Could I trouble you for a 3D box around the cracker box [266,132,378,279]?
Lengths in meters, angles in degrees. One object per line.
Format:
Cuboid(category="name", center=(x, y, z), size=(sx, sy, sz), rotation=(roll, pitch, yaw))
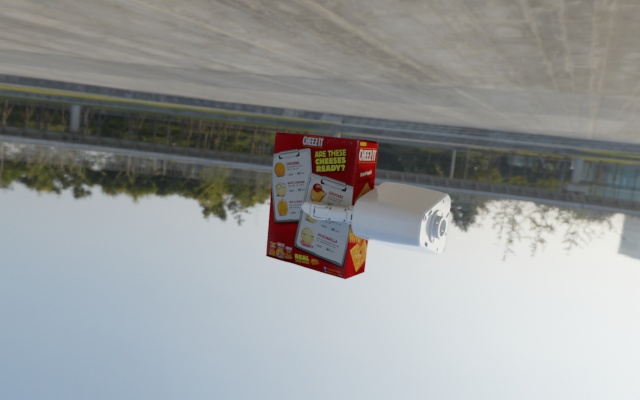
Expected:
Cuboid(category="cracker box", center=(0.000, 0.003, 0.779), size=(0.164, 0.214, 0.072), rotation=(11, 9, 34))
